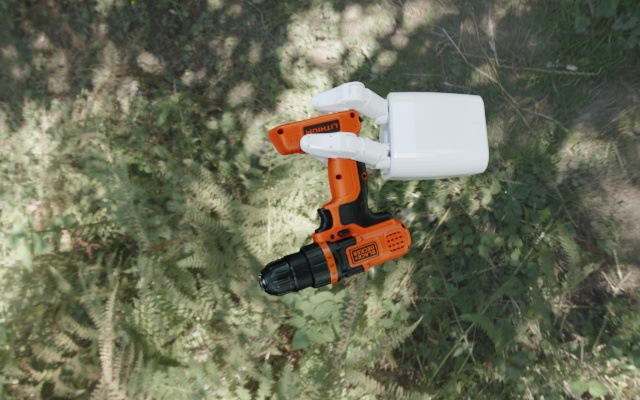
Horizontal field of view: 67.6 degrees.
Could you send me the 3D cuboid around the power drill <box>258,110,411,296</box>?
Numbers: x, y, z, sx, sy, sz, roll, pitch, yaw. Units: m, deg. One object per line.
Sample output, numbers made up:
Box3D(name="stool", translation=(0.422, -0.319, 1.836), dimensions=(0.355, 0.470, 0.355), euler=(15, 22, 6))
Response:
Box3D(name="power drill", translation=(0.000, 0.001, 0.545), dimensions=(0.184, 0.187, 0.057), euler=(-17, 6, -17))
